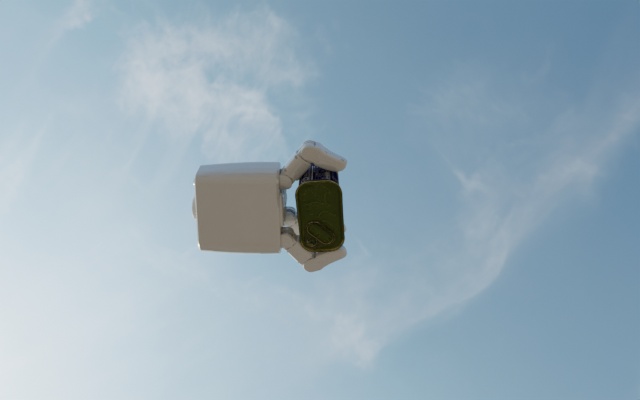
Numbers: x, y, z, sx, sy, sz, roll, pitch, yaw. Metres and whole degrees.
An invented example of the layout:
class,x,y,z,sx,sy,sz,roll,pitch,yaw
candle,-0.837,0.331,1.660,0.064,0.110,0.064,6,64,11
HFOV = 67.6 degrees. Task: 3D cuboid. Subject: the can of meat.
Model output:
class,x,y,z,sx,sy,sz,roll,pitch,yaw
can of meat,0.000,0.002,0.624,0.057,0.102,0.084,-4,29,2
